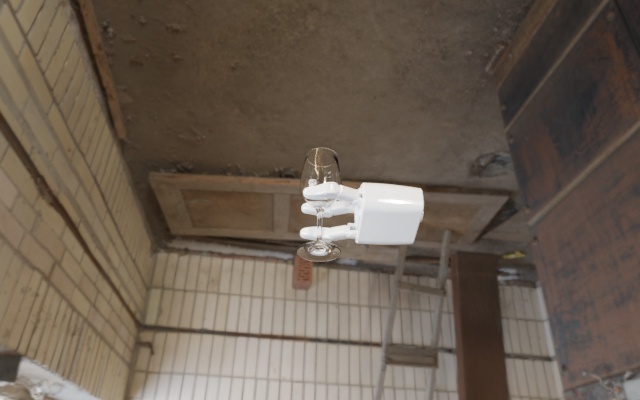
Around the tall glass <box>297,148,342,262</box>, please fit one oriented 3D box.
[{"bbox_3d":[0.000,0.003,0.854,0.079,0.201,0.079,1,-32,1],"label":"tall glass"}]
